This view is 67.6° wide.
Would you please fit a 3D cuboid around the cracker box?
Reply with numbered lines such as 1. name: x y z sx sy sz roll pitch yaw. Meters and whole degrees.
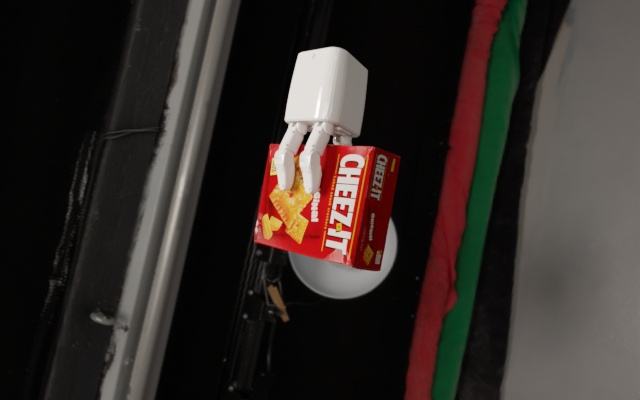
1. cracker box: 0.000 0.002 0.709 0.213 0.164 0.072 8 -3 45
